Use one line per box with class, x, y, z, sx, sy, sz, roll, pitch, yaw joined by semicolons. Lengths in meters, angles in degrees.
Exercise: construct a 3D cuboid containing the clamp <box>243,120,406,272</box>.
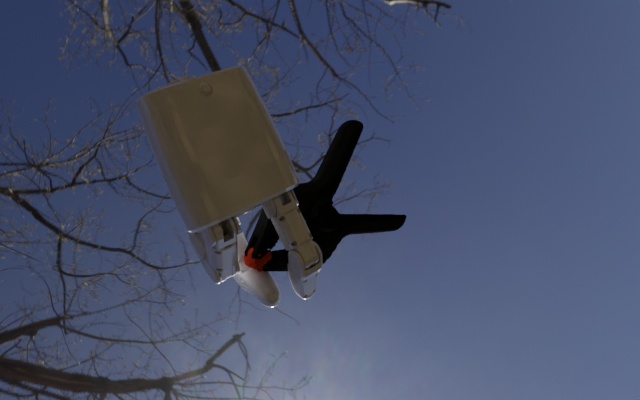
clamp;0.000;0.002;0.444;0.171;0.120;0.039;-26;7;-30
